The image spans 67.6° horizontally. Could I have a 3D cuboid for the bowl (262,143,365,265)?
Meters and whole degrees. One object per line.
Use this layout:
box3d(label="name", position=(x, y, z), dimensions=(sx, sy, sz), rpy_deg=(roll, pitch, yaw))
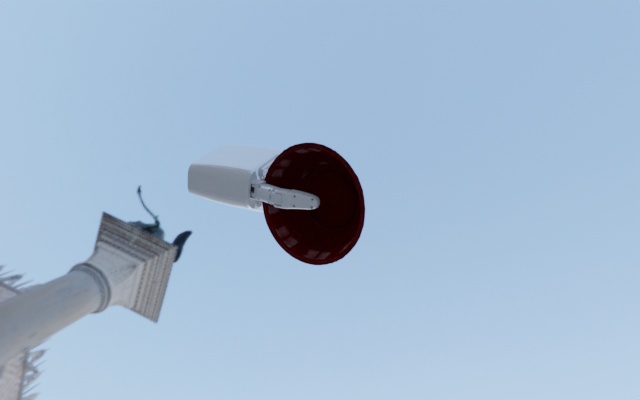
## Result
box3d(label="bowl", position=(0.001, 0.003, 0.641), dimensions=(0.162, 0.162, 0.055), rpy_deg=(0, 8, 34))
